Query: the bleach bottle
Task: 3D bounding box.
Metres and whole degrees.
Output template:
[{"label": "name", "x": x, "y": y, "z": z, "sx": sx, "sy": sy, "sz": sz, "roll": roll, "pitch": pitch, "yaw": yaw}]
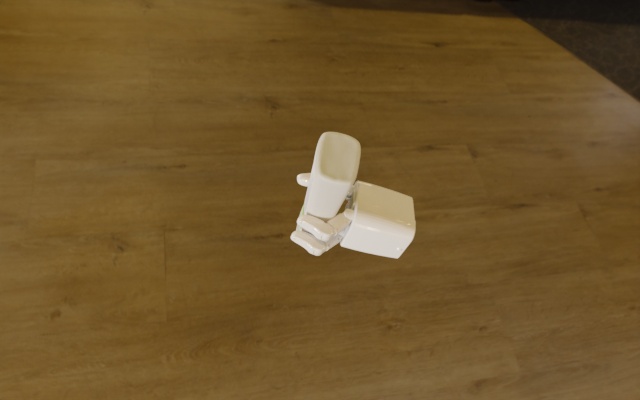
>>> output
[{"label": "bleach bottle", "x": 0.000, "y": 0.003, "z": 0.811, "sx": 0.068, "sy": 0.102, "sz": 0.251, "roll": 14, "pitch": -35, "yaw": -5}]
